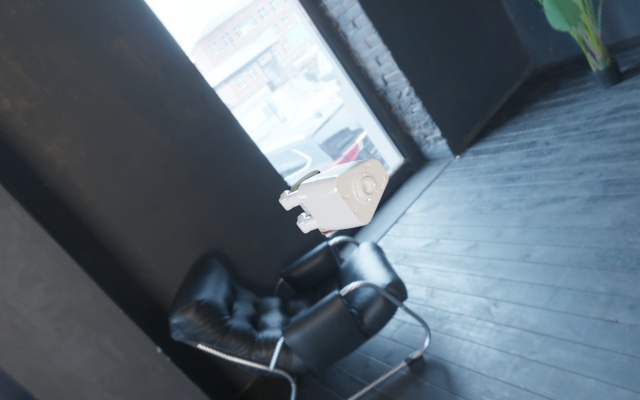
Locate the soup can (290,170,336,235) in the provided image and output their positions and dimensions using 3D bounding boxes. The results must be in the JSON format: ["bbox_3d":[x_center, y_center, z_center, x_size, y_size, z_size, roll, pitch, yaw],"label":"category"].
[{"bbox_3d":[0.000,0.003,0.879,0.068,0.102,0.068,-34,17,12],"label":"soup can"}]
